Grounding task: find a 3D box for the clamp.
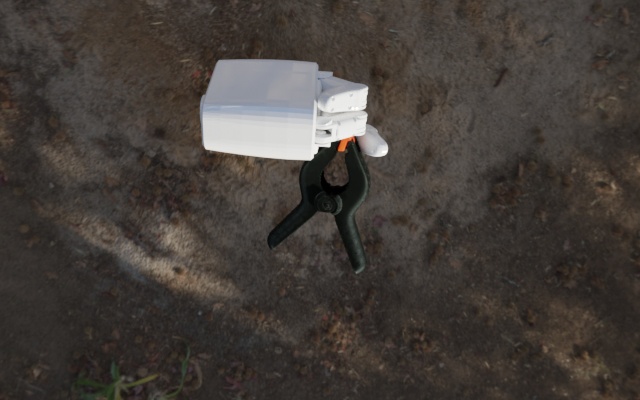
[{"bbox_3d":[0.000,0.002,0.538,0.120,0.171,0.039,5,23,1],"label":"clamp"}]
